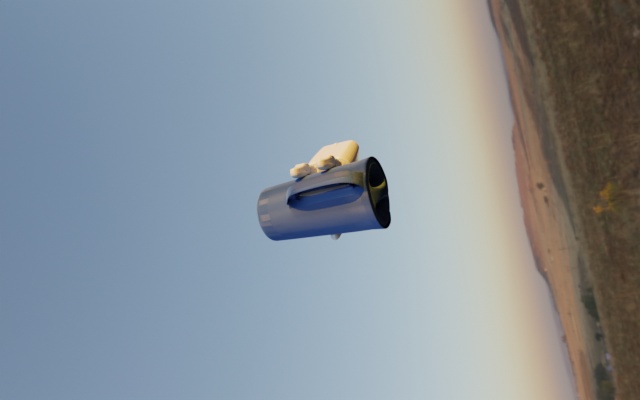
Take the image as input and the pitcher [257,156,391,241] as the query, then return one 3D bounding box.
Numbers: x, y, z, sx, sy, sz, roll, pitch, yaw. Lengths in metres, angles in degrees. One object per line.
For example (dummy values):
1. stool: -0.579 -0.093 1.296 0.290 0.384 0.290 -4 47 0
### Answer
1. pitcher: 0.000 0.003 0.897 0.243 0.149 0.145 -12 24 24
